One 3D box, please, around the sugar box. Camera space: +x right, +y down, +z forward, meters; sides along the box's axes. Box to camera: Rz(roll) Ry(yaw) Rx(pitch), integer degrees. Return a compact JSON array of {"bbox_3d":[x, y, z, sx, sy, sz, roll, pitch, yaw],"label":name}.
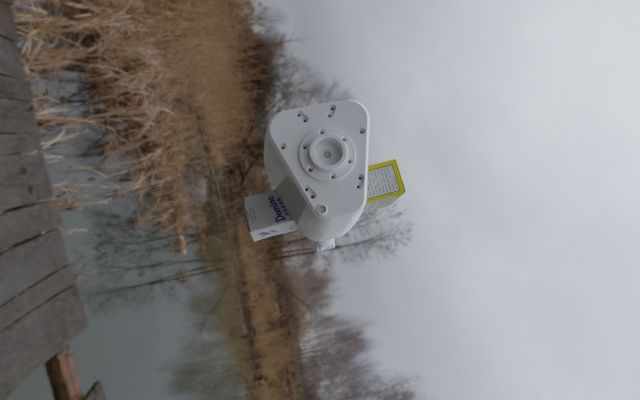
[{"bbox_3d":[0.000,0.001,0.555,0.176,0.048,0.093,-12,-10,-8],"label":"sugar box"}]
